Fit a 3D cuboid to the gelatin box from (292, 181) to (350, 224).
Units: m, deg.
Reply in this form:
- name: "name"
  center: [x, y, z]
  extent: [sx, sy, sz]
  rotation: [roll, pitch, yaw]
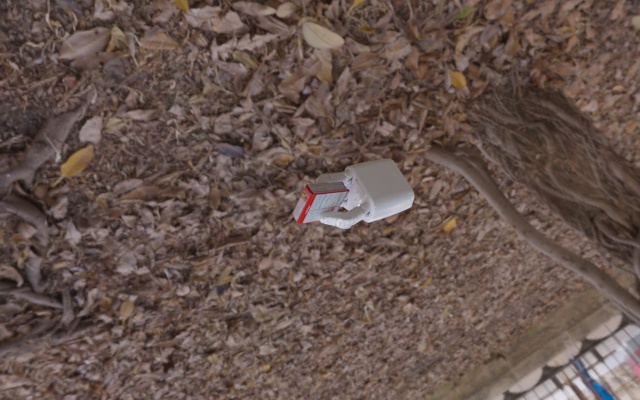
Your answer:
- name: "gelatin box"
  center: [0.000, 0.003, 0.868]
  extent: [0.089, 0.073, 0.030]
  rotation: [-8, 48, -40]
